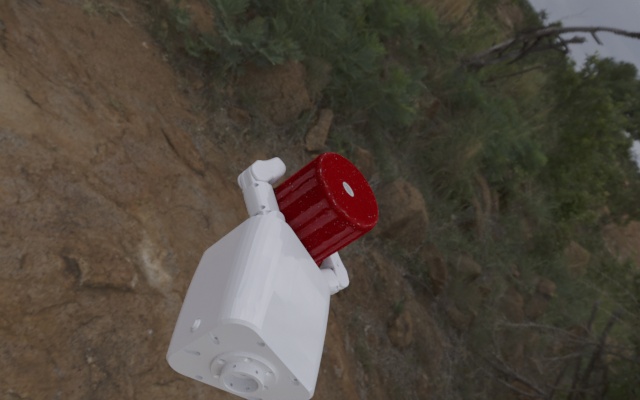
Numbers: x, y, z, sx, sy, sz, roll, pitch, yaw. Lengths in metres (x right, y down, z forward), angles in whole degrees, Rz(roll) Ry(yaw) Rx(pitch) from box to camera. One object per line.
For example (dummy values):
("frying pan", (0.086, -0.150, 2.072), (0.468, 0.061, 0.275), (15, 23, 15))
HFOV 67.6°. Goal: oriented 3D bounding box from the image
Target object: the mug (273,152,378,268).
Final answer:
("mug", (0.000, 0.001, 0.452), (0.081, 0.117, 0.093), (-35, -62, 30))
